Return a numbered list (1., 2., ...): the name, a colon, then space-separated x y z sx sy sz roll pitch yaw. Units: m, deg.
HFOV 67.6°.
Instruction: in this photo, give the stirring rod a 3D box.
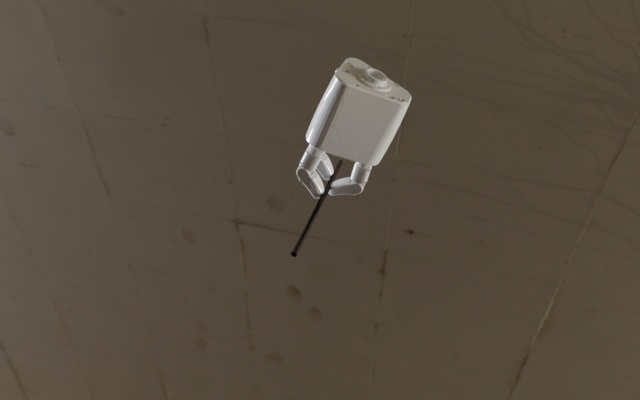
1. stirring rod: 0.000 0.002 0.700 0.011 0.011 0.239 0 33 20
